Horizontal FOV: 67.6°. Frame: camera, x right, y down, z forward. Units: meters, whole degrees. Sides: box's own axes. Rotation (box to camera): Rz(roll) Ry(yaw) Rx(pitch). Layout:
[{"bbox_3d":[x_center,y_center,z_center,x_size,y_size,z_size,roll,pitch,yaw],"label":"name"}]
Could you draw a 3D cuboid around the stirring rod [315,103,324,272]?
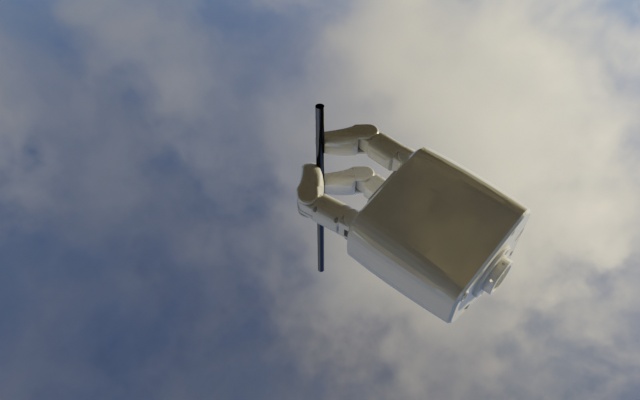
[{"bbox_3d":[0.000,0.002,0.498,0.011,0.011,0.240,0,-43,0],"label":"stirring rod"}]
